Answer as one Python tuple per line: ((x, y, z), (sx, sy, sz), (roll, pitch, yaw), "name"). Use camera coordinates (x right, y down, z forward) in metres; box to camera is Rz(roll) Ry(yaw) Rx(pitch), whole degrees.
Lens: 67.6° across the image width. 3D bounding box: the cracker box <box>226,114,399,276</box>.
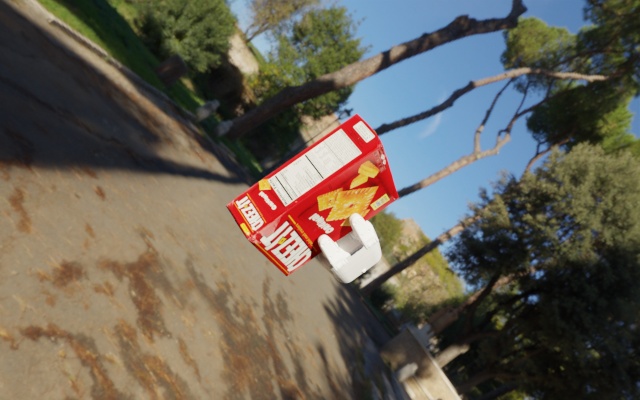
((0.000, 0.002, 0.676), (0.213, 0.072, 0.164), (-36, -30, -3), "cracker box")
